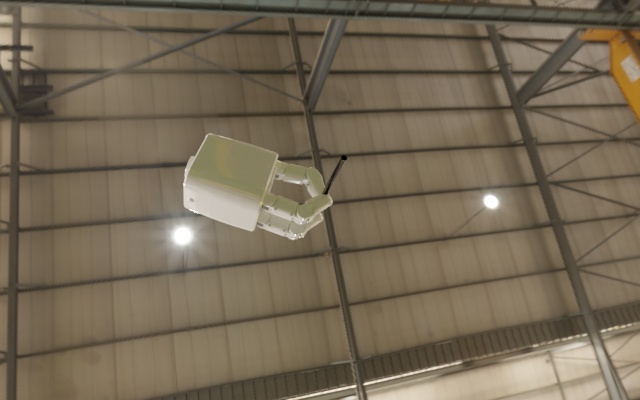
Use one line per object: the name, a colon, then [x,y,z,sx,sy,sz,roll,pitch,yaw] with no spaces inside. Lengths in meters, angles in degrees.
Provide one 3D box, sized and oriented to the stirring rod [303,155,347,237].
stirring rod: [0.000,0.002,0.688,0.011,0.011,0.240,0,-27,-16]
